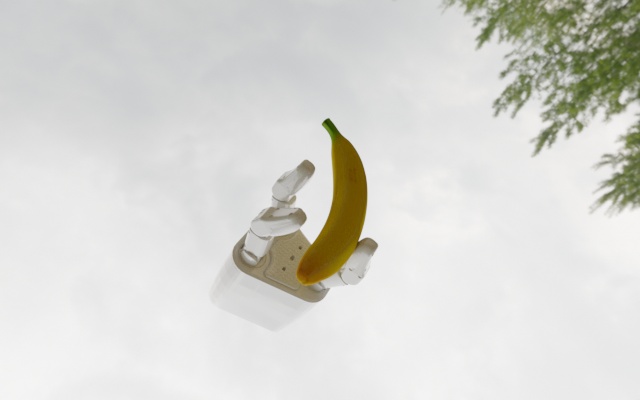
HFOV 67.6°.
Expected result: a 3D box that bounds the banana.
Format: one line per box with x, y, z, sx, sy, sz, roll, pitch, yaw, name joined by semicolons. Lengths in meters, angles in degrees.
0.016;0.006;0.475;0.069;0.197;0.037;25;-42;-21;banana
